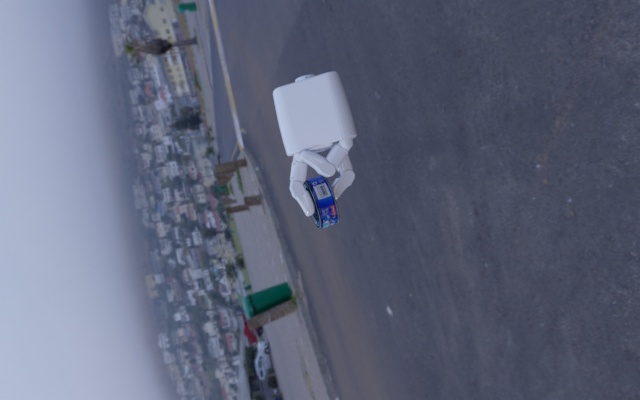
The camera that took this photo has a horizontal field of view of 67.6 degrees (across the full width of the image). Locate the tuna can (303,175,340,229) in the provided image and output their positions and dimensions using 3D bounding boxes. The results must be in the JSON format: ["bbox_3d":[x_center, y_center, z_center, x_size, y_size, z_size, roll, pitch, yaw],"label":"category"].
[{"bbox_3d":[0.000,0.003,0.792,0.034,0.086,0.086,-18,4,-11],"label":"tuna can"}]
